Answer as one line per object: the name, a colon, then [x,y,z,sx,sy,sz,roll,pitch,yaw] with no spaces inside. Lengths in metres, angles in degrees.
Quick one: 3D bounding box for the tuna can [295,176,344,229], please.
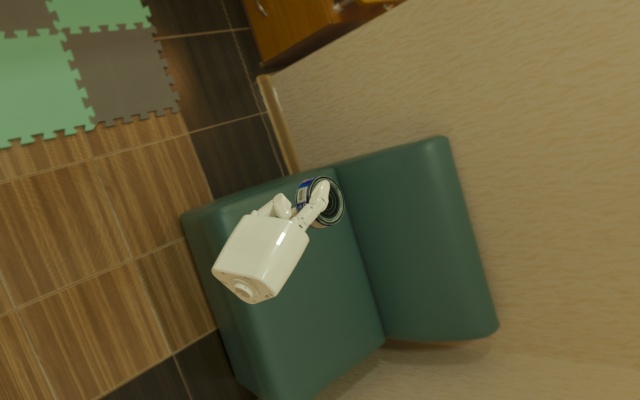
tuna can: [0.001,0.002,0.791,0.086,0.086,0.034,0,-11,-45]
